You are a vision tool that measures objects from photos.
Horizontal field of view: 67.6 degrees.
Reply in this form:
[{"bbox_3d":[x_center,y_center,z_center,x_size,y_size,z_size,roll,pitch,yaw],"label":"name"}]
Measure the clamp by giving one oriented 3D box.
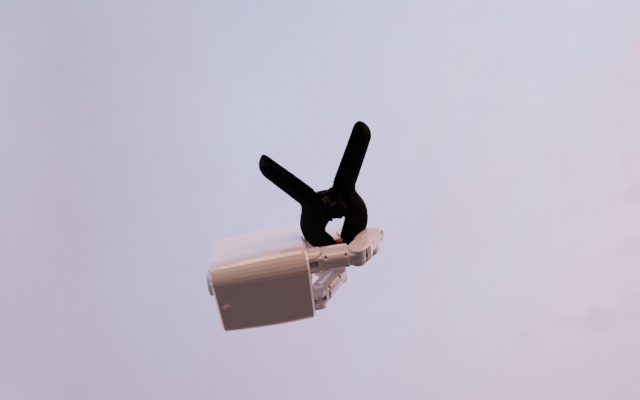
[{"bbox_3d":[0.000,0.002,0.528,0.120,0.172,0.039,-10,31,-6],"label":"clamp"}]
